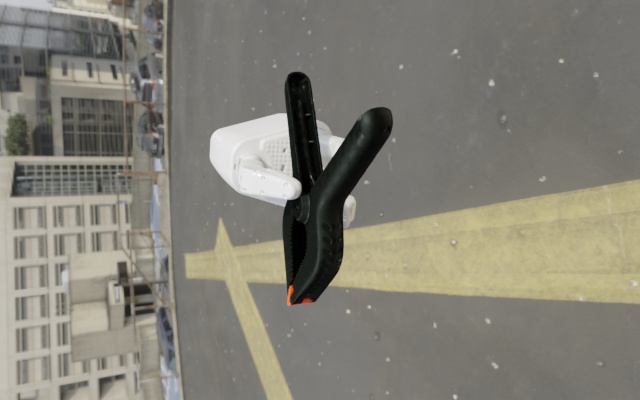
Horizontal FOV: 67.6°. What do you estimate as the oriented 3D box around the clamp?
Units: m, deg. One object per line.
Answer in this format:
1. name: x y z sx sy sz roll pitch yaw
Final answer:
1. clamp: -0.001 0.002 0.405 0.036 0.210 0.164 -1 16 -24
